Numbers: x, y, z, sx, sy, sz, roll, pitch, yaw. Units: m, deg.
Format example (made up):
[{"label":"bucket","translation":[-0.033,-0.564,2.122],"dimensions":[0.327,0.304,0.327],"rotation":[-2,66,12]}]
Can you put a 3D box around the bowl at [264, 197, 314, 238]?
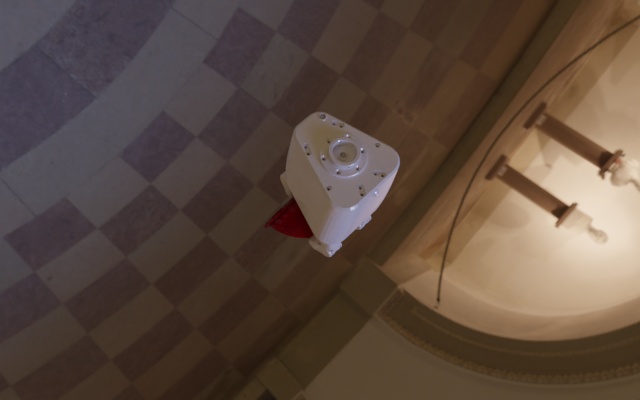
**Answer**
[{"label":"bowl","translation":[0.000,0.003,0.661],"dimensions":[0.162,0.055,0.162],"rotation":[-42,0,0]}]
